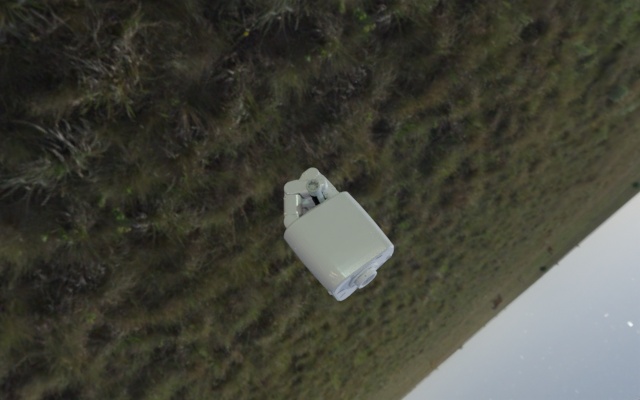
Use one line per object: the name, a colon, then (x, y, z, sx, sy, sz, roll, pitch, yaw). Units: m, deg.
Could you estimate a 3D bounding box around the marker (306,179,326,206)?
marker: (0.000, 0.002, 0.669, 0.020, 0.020, 0.121, 0, -21, 10)
